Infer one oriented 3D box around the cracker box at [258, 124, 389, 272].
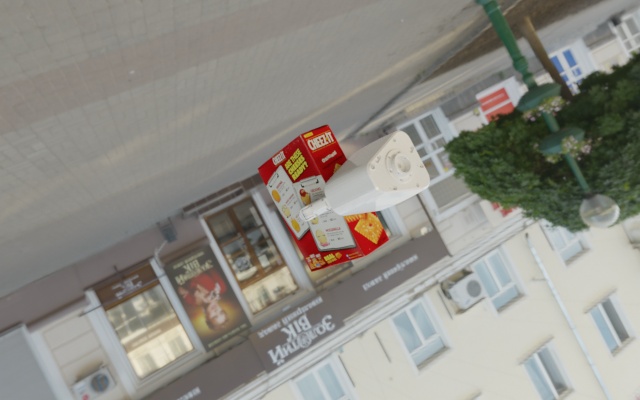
[{"bbox_3d":[0.000,0.003,0.812,0.072,0.213,0.164,-27,0,-36],"label":"cracker box"}]
